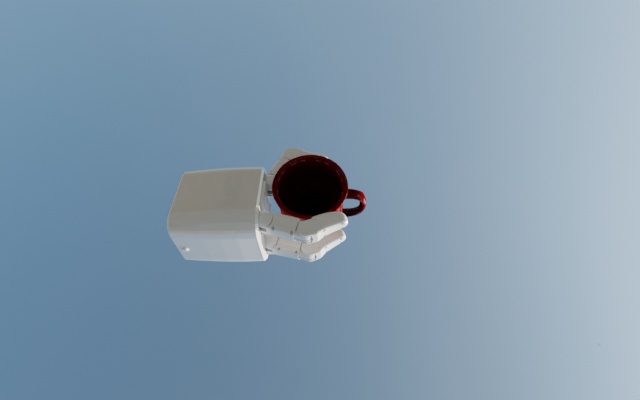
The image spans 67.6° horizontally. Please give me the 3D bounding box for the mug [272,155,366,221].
[{"bbox_3d":[0.002,0.002,0.615,0.117,0.093,0.081,0,-30,2],"label":"mug"}]
